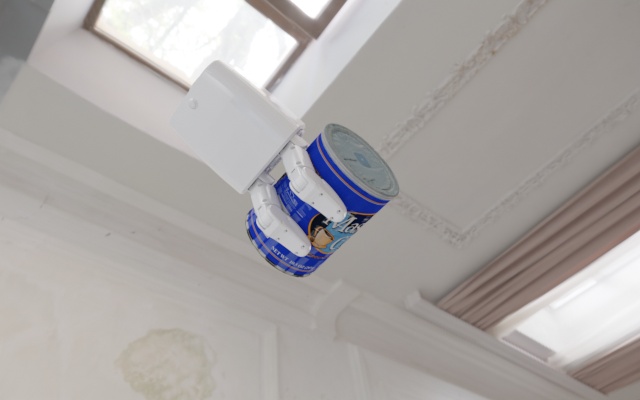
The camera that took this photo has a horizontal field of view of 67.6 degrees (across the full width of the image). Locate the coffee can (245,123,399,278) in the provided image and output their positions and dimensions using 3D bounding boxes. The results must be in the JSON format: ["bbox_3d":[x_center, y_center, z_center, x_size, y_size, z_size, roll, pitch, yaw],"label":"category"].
[{"bbox_3d":[0.000,0.002,0.520,0.140,0.102,0.103,-46,-24,26],"label":"coffee can"}]
